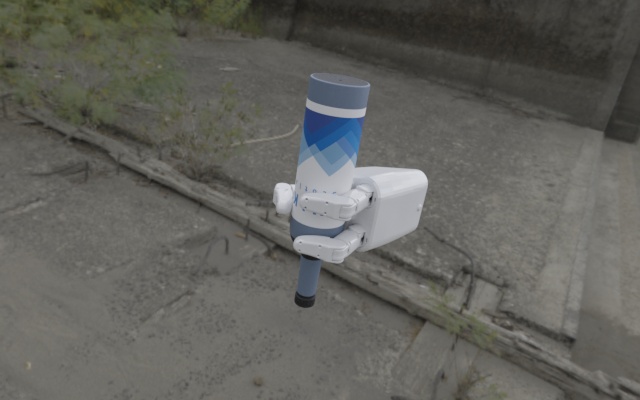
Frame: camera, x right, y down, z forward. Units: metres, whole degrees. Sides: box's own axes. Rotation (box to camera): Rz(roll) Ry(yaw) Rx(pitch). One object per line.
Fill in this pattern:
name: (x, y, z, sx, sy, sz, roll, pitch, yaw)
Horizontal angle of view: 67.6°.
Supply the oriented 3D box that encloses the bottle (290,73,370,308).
bottle: (0.000, 0.002, 0.577, 0.069, 0.296, 0.069, 8, 23, -3)
